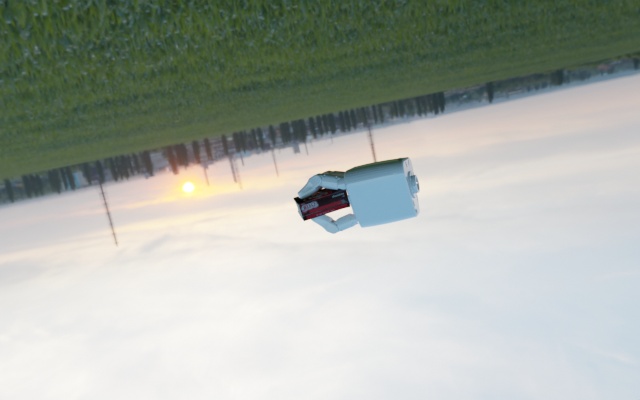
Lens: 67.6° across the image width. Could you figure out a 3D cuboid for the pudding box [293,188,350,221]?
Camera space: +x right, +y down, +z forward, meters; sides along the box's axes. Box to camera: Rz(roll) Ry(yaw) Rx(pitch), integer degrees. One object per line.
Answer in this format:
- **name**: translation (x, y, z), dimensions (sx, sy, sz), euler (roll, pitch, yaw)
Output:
- **pudding box**: translation (0.000, 0.003, 0.892), dimensions (0.090, 0.039, 0.113), euler (-16, 6, -6)
